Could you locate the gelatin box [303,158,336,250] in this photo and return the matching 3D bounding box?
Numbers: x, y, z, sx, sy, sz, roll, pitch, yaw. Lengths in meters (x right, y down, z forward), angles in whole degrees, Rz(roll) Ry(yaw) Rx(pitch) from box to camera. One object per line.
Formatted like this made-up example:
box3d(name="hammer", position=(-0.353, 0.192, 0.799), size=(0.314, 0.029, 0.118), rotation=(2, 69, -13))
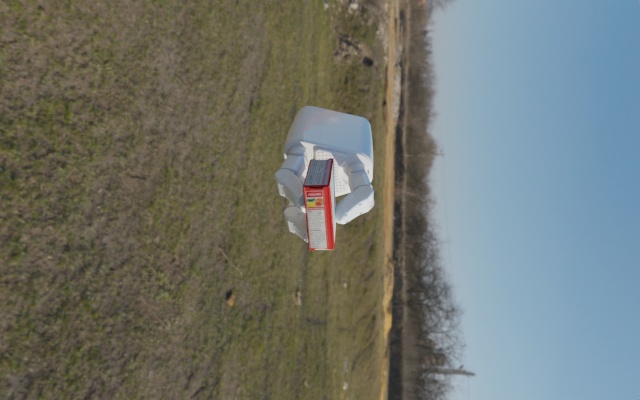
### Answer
box3d(name="gelatin box", position=(0.001, 0.002, 0.522), size=(0.030, 0.073, 0.089), rotation=(-2, 24, 4))
